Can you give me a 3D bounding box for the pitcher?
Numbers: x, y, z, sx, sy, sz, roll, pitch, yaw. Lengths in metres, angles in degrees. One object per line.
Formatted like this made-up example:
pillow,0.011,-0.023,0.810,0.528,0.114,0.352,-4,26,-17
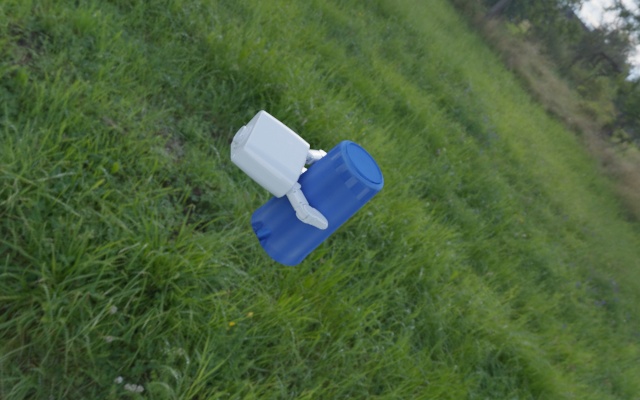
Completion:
pitcher,0.000,0.003,0.883,0.145,0.149,0.243,37,-59,-23
